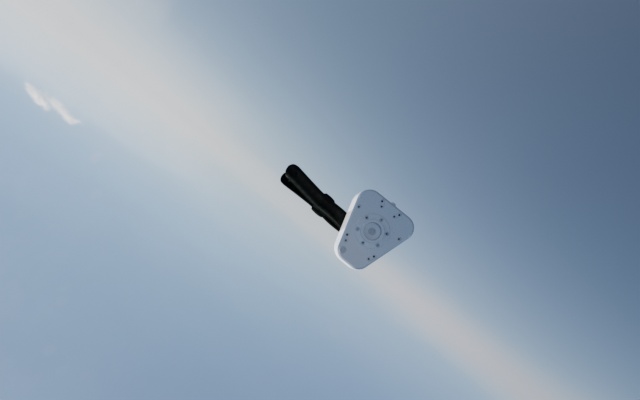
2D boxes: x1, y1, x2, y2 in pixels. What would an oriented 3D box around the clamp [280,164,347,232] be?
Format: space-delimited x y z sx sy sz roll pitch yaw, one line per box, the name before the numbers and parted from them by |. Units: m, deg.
clamp | 0.000 0.003 0.778 0.171 0.039 0.120 38 -3 4
